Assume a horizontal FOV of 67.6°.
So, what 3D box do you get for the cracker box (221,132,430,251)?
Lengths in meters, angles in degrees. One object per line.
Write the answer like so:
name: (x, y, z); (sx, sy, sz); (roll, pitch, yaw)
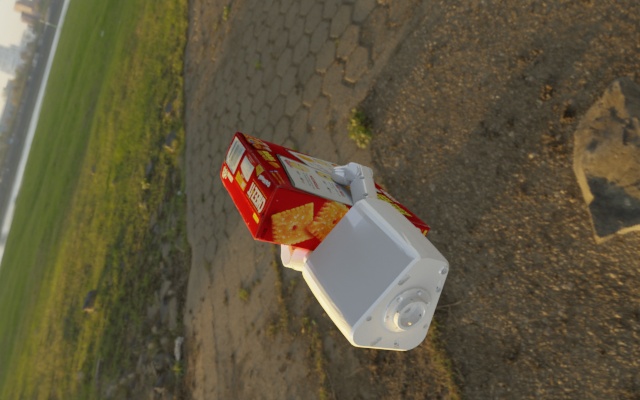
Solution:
cracker box: (0.000, 0.002, 0.586); (0.214, 0.072, 0.164); (16, 18, -32)
